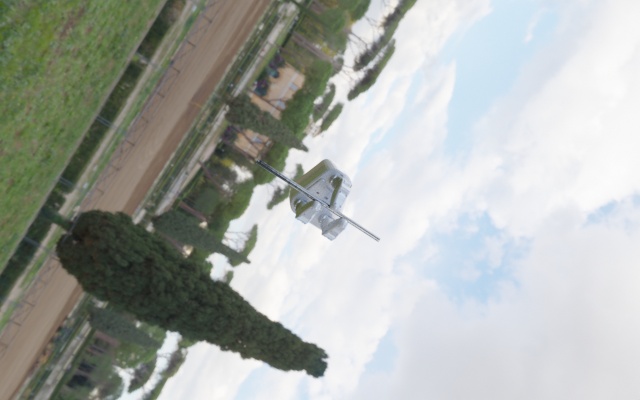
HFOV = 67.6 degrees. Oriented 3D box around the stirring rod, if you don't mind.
[{"bbox_3d":[0.000,0.002,0.769,0.239,0.011,0.011,33,-9,-14],"label":"stirring rod"}]
